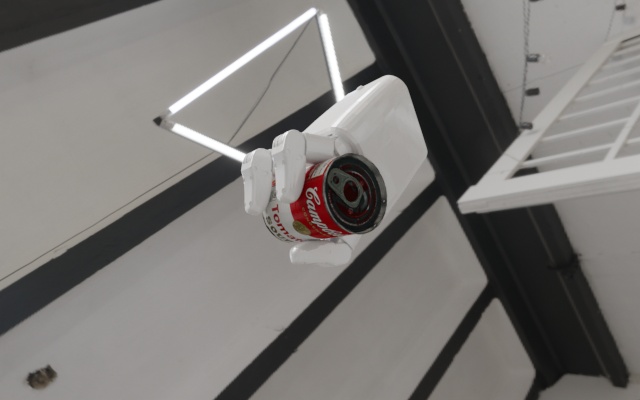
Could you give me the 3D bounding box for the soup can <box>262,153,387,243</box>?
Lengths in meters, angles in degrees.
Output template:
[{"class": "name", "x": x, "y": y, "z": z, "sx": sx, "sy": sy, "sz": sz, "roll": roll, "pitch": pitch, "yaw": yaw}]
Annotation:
[{"class": "soup can", "x": 0.000, "y": 0.002, "z": 0.429, "sx": 0.068, "sy": 0.068, "sz": 0.102, "roll": 0, "pitch": -9, "yaw": -37}]
